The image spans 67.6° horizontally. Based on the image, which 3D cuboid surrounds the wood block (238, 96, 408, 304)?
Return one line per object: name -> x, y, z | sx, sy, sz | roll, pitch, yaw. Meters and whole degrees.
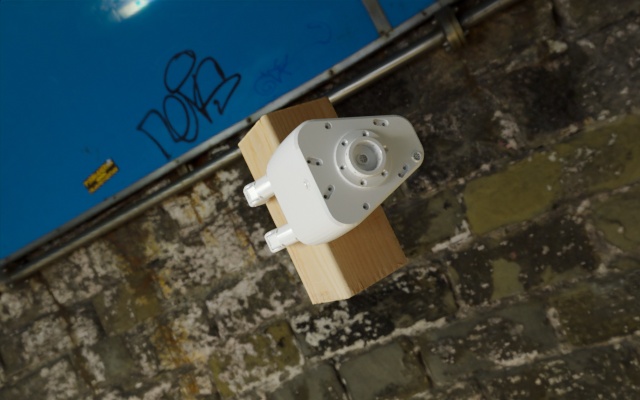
wood block -> 0.000, 0.001, 0.543 | 0.091, 0.206, 0.090 | -23, -3, -31
